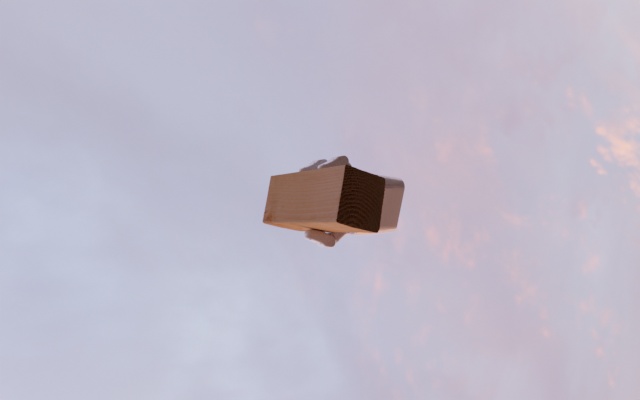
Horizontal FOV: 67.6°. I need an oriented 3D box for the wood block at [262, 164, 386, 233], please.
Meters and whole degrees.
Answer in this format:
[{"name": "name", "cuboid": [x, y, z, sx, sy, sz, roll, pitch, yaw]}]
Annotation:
[{"name": "wood block", "cuboid": [0.000, 0.003, 0.800, 0.090, 0.091, 0.206, 16, -12, -36]}]
